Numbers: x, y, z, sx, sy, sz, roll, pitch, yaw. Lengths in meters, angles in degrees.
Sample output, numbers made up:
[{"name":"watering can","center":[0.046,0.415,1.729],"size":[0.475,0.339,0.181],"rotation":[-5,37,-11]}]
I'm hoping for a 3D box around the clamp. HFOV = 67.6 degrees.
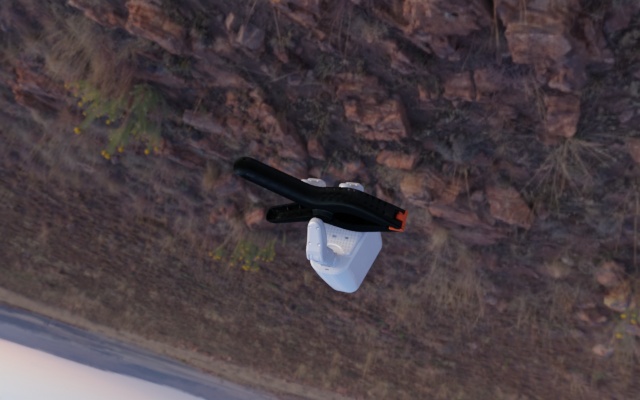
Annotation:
[{"name":"clamp","center":[0.000,0.003,0.592],"size":[0.210,0.036,0.165],"rotation":[8,-22,20]}]
